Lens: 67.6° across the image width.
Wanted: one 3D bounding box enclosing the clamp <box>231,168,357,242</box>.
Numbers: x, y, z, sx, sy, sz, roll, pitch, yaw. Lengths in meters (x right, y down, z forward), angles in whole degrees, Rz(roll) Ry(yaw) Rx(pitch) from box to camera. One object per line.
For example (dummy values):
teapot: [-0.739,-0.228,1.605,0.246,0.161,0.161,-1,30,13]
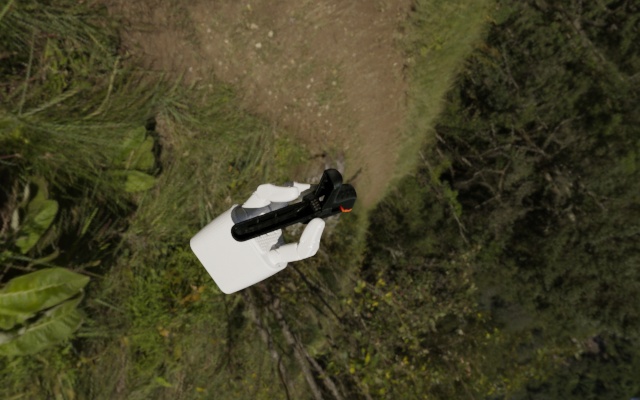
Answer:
clamp: [0.001,0.003,0.646,0.164,0.036,0.210,-30,-12,30]
